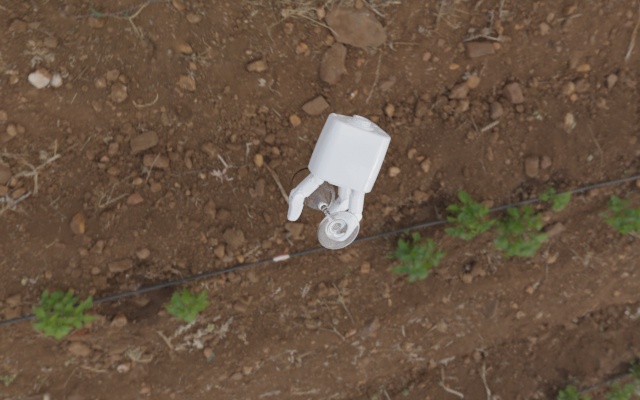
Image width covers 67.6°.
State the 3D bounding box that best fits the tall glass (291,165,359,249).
[{"bbox_3d":[0.000,0.003,0.877,0.079,0.079,0.201,0,28,-21],"label":"tall glass"}]
